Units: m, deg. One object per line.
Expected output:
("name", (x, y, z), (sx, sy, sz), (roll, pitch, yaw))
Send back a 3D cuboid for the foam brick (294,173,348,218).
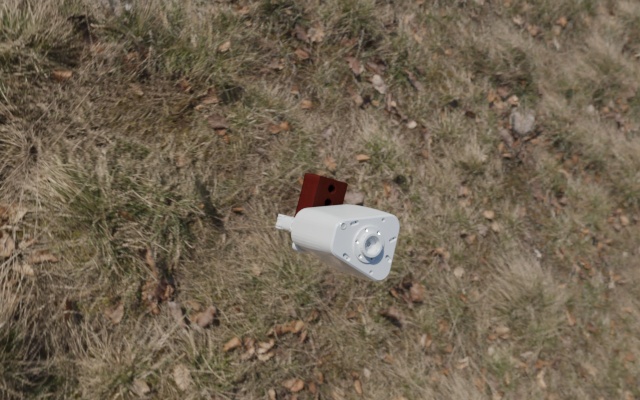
("foam brick", (0.000, 0.002, 0.731), (0.053, 0.078, 0.051), (15, -3, -30))
